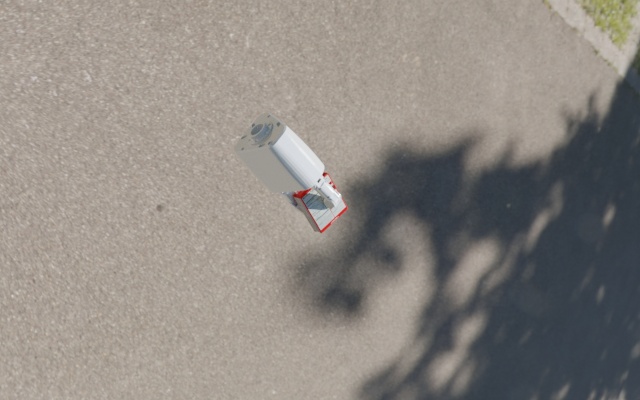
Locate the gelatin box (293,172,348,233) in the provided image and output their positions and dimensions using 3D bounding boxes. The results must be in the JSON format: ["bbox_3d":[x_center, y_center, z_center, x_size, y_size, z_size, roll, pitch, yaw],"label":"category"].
[{"bbox_3d":[0.001,0.003,0.870,0.073,0.089,0.030,-43,30,-22],"label":"gelatin box"}]
